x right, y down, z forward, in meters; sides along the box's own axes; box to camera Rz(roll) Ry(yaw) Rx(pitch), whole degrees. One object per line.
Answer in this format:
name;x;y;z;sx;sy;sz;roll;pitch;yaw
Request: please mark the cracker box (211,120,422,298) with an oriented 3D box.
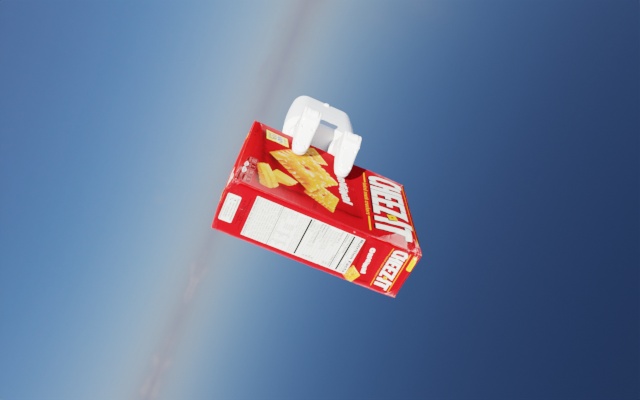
cracker box;0.000;0.002;0.553;0.214;0.072;0.164;22;28;-10
